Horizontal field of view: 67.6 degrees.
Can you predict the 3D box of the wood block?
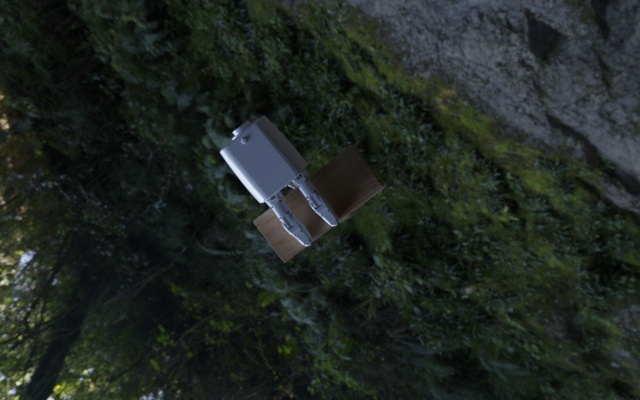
[{"bbox_3d":[0.000,0.002,0.817,0.206,0.090,0.091,-37,2,9],"label":"wood block"}]
